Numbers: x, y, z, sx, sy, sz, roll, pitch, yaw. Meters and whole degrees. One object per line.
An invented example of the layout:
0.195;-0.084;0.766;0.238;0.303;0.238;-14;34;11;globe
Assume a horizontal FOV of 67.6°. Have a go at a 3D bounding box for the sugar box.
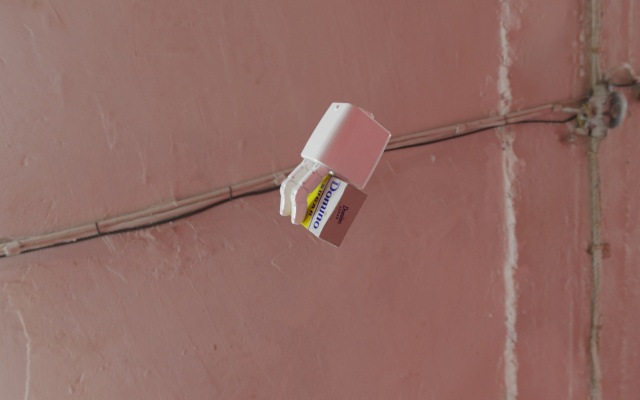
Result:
0.000;0.002;0.774;0.048;0.093;0.176;29;0;-24;sugar box
